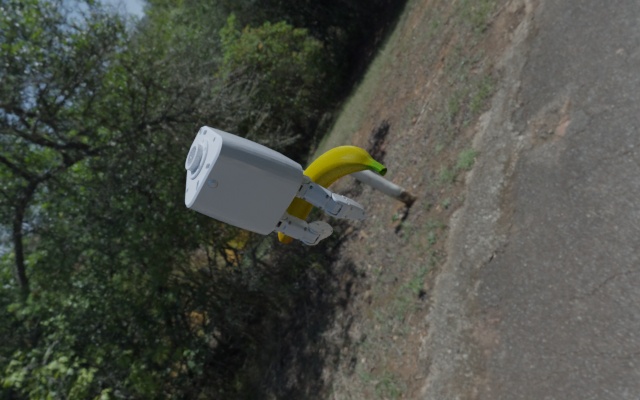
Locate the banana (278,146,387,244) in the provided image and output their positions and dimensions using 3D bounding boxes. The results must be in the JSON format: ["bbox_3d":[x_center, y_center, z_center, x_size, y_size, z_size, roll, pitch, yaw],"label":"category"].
[{"bbox_3d":[-0.002,-0.016,0.624,0.037,0.069,0.198,13,-39,-40],"label":"banana"}]
